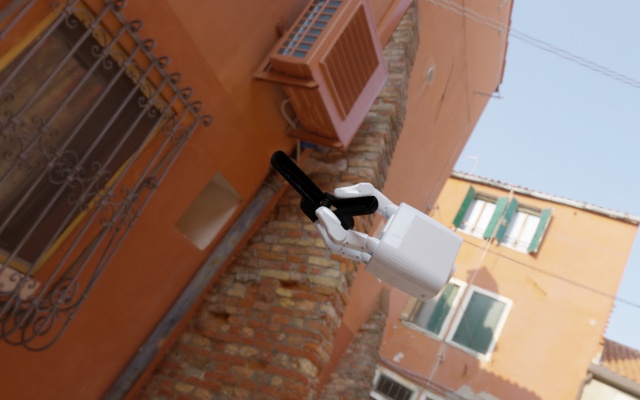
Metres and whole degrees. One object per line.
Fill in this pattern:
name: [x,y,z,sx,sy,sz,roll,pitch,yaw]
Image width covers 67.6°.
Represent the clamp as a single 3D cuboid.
clamp: [0.001,0.002,0.730,0.164,0.036,0.210,30,-18,8]
